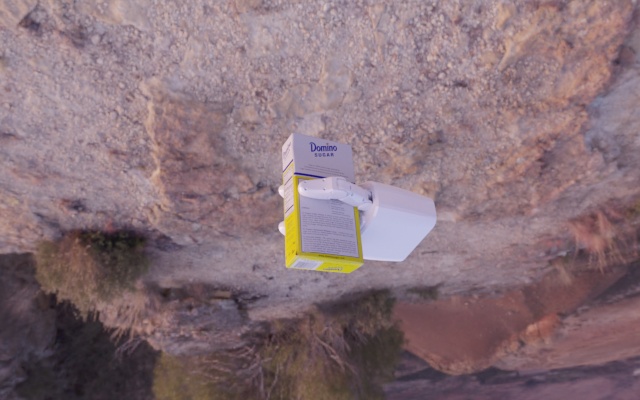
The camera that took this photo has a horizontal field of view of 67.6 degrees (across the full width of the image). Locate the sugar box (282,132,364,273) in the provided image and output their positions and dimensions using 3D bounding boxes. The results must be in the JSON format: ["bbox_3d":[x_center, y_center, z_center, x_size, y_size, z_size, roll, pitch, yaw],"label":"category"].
[{"bbox_3d":[0.000,0.002,0.626,0.093,0.176,0.048,10,-32,-24],"label":"sugar box"}]
